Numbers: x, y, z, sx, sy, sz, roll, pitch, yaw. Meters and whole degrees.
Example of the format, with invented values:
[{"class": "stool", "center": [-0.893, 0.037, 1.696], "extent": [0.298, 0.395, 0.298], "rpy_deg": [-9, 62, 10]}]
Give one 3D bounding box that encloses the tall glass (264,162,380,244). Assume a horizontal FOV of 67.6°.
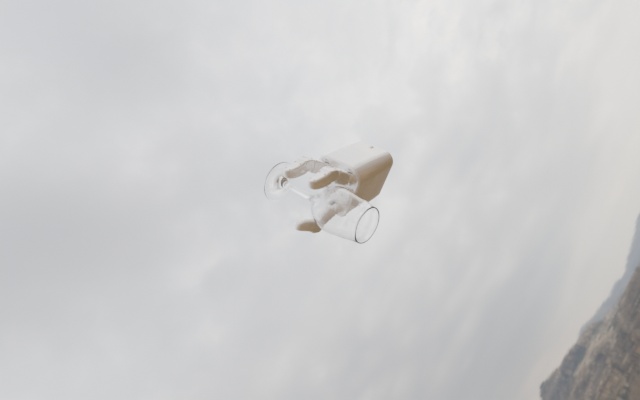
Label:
[{"class": "tall glass", "center": [0.000, 0.002, 0.793], "extent": [0.201, 0.079, 0.079], "rpy_deg": [27, 16, 35]}]
